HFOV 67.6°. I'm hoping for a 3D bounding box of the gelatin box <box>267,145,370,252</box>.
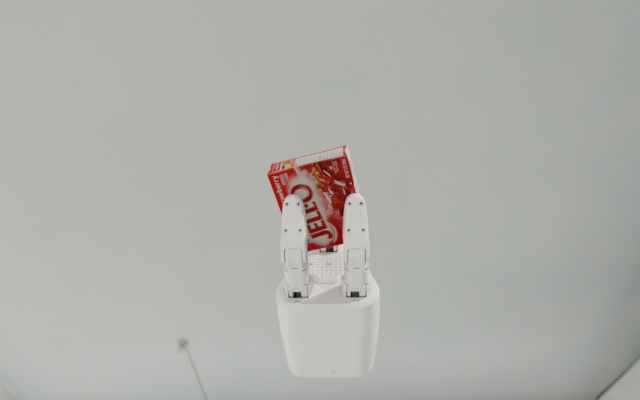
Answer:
[{"bbox_3d":[0.000,0.001,0.441,0.073,0.089,0.030,-13,26,9],"label":"gelatin box"}]
